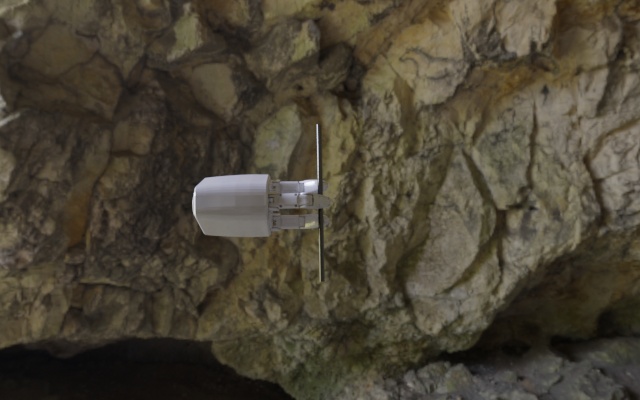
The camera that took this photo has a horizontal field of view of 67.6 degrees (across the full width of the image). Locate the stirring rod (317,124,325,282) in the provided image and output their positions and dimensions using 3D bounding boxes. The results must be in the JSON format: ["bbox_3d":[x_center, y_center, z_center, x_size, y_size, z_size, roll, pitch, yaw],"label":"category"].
[{"bbox_3d":[0.000,0.002,0.730,0.011,0.239,0.011,-1,-5,0],"label":"stirring rod"}]
